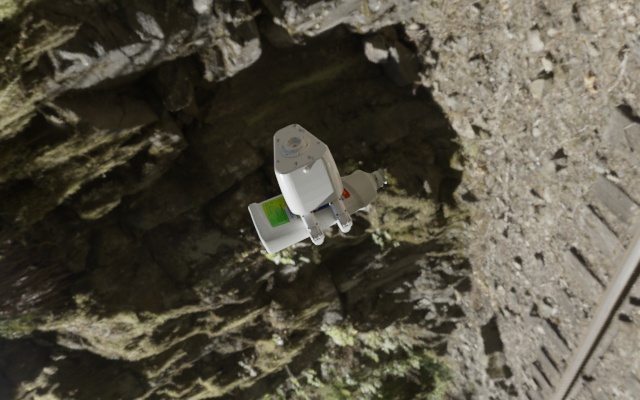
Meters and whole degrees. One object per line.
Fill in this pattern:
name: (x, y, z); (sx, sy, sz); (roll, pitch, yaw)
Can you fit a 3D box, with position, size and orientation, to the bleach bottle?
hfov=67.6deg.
bleach bottle: (0.000, 0.003, 0.884); (0.251, 0.102, 0.068); (-25, -40, -4)
